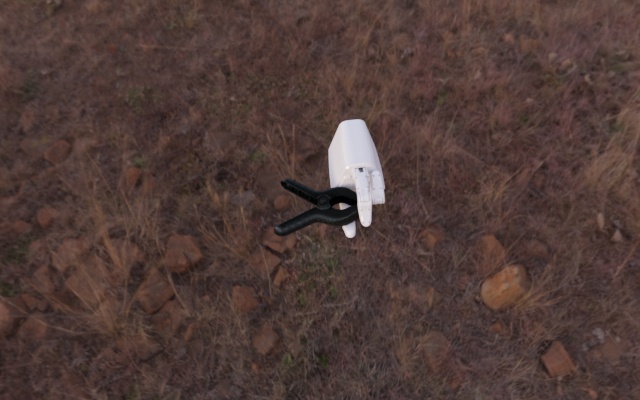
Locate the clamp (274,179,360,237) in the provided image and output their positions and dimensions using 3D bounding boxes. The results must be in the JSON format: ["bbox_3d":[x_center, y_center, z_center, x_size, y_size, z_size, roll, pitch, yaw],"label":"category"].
[{"bbox_3d":[0.000,0.003,0.849,0.171,0.120,0.039,-6,-31,-1],"label":"clamp"}]
